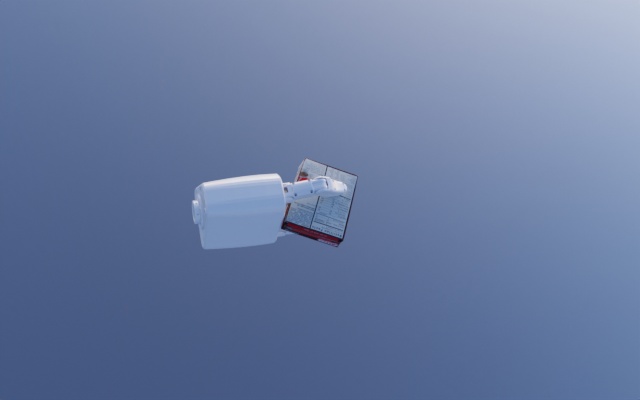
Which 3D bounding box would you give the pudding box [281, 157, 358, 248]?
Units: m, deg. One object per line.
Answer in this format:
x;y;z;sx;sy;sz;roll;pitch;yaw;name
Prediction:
0.000;0.002;0.702;0.090;0.113;0.039;19;-25;-8;pudding box
